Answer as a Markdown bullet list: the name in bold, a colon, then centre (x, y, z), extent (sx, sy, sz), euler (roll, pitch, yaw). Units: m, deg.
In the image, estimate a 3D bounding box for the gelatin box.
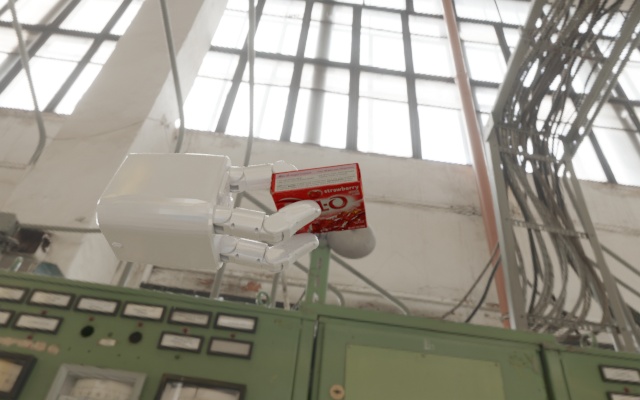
- **gelatin box**: centre (0.000, 0.001, 0.484), extent (0.089, 0.030, 0.073), euler (-7, -41, 6)
